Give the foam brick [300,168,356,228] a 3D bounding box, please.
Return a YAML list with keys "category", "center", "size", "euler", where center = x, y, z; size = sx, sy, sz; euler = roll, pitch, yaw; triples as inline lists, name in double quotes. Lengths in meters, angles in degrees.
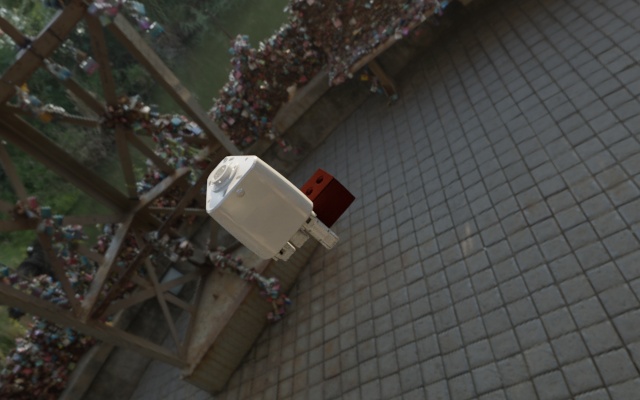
- category: "foam brick"
  center: [0.000, 0.002, 0.681]
  size: [0.051, 0.078, 0.053]
  euler: [42, -2, -29]
